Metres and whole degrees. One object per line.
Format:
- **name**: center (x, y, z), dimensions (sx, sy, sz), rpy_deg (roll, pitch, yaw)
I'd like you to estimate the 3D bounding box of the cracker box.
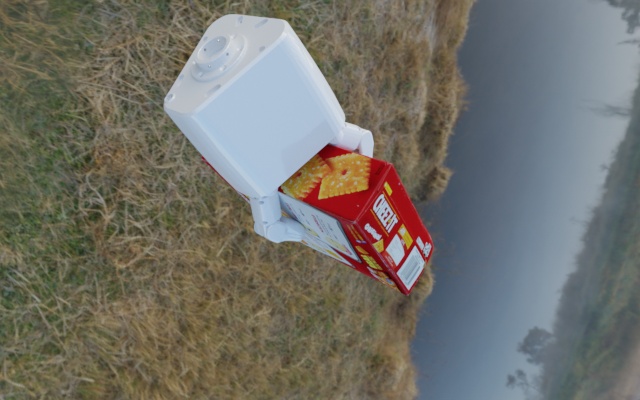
- **cracker box**: center (0.000, 0.002, 0.512), dimensions (0.213, 0.072, 0.164), rpy_deg (23, -18, 38)
